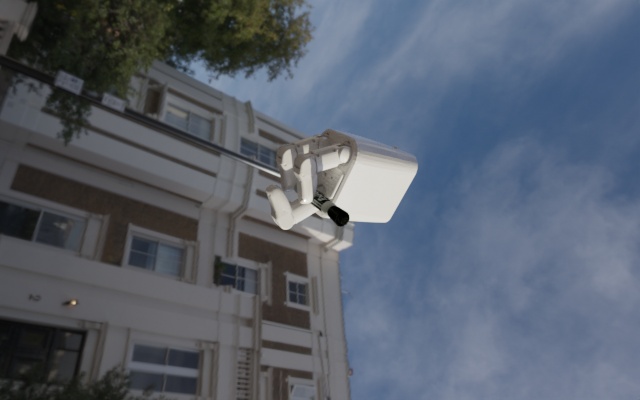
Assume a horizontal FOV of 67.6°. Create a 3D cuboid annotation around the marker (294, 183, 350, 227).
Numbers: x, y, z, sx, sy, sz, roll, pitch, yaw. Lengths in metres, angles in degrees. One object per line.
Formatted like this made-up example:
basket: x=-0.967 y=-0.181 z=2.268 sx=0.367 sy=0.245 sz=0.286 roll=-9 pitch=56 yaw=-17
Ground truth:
marker: x=0.000 y=0.002 z=0.578 sx=0.020 sy=0.020 sz=0.121 roll=0 pitch=20 yaw=-29
